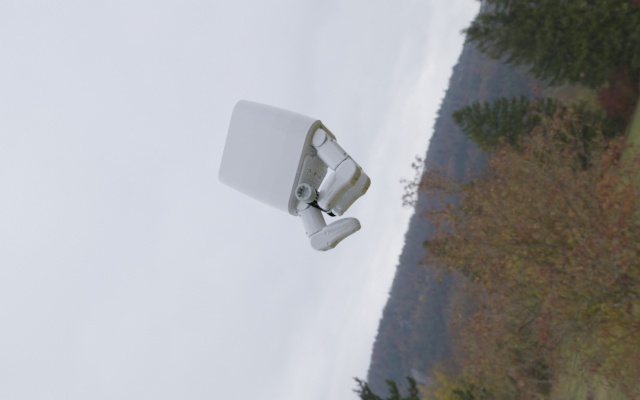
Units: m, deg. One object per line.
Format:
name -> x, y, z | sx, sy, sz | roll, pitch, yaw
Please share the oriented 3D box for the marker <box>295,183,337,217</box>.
marker -> 0.000, 0.002, 0.550 | 0.020, 0.020, 0.121 | 0, -10, 17
